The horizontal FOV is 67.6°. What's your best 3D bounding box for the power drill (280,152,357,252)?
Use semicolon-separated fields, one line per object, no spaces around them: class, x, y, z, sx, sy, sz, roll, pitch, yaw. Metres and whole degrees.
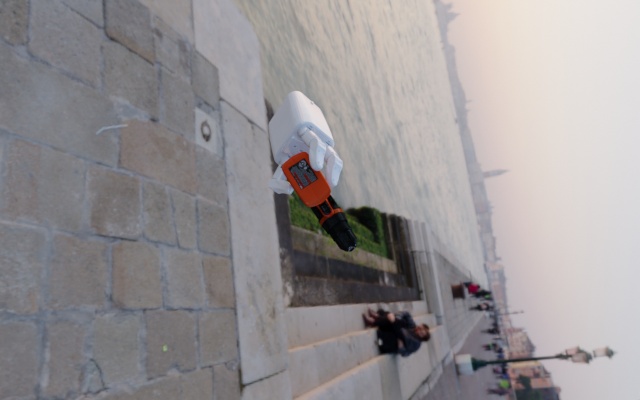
power drill;0.000;0.003;0.898;0.057;0.184;0.188;-34;-23;-2
